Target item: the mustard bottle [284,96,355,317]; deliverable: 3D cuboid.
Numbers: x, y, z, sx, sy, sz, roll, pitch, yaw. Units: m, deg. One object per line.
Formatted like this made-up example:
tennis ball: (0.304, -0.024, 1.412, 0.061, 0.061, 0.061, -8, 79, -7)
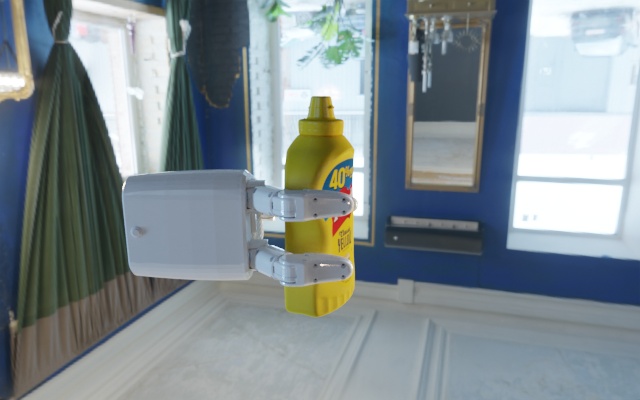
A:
mustard bottle: (0.000, 0.002, 0.441, 0.058, 0.192, 0.096, 6, 14, 25)
